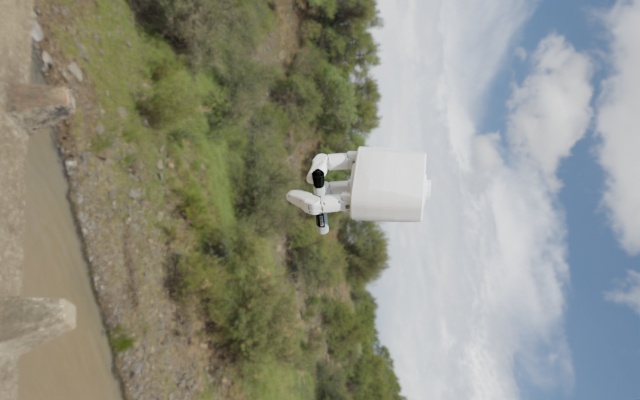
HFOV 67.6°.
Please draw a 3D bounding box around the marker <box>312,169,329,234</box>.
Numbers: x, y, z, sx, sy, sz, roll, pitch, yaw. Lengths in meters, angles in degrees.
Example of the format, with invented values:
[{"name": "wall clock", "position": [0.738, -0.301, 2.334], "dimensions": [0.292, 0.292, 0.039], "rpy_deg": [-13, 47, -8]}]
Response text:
[{"name": "marker", "position": [0.000, 0.002, 0.729], "dimensions": [0.020, 0.121, 0.020], "rpy_deg": [-3, 40, 2]}]
